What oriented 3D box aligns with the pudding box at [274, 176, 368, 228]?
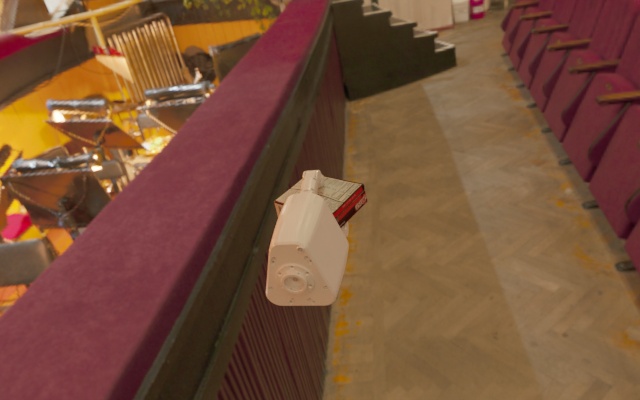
[{"bbox_3d":[0.000,0.002,0.721,0.113,0.039,0.090,16,42,36],"label":"pudding box"}]
